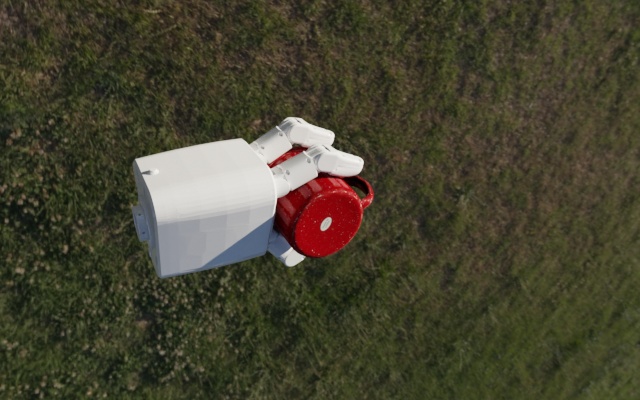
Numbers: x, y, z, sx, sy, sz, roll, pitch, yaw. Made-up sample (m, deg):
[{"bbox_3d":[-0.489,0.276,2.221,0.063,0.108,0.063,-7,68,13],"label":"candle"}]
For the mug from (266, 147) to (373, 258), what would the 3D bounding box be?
[{"bbox_3d":[0.001,0.001,0.490,0.117,0.093,0.081,-14,37,-24],"label":"mug"}]
